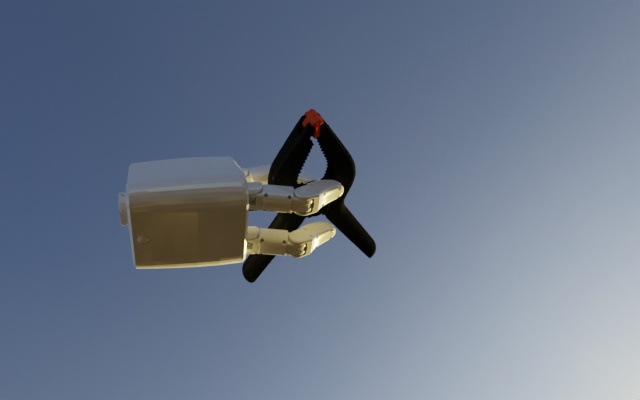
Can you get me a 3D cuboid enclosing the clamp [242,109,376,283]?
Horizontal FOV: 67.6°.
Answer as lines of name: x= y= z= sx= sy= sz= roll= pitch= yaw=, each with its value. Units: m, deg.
clamp: x=0.000 y=0.001 z=0.525 sx=0.164 sy=0.210 sz=0.036 roll=-5 pitch=37 yaw=-20
